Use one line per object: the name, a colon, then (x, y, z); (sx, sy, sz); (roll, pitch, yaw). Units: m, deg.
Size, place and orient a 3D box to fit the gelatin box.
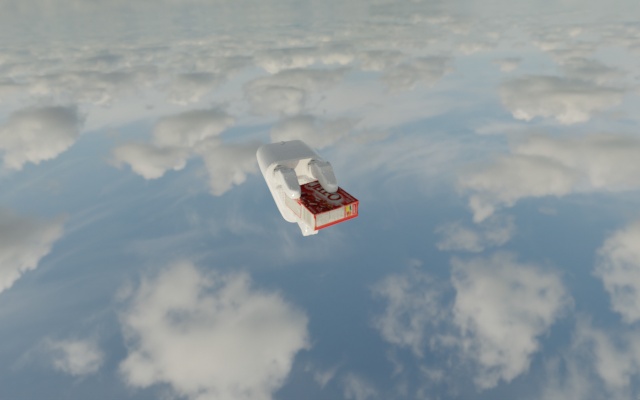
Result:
gelatin box: (0.000, 0.003, 0.681); (0.073, 0.030, 0.089); (-17, 33, -26)
